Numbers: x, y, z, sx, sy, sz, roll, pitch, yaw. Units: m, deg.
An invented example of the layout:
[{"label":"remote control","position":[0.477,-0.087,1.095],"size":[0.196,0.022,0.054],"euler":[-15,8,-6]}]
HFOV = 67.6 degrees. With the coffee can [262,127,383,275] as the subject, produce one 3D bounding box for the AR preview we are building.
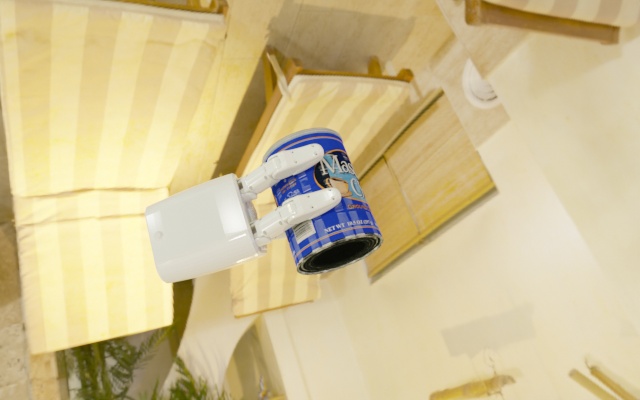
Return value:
[{"label":"coffee can","position":[0.000,0.002,0.556],"size":[0.103,0.140,0.103],"euler":[-17,-23,-7]}]
